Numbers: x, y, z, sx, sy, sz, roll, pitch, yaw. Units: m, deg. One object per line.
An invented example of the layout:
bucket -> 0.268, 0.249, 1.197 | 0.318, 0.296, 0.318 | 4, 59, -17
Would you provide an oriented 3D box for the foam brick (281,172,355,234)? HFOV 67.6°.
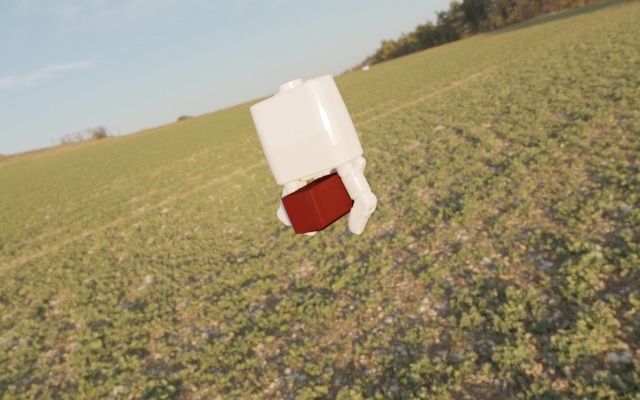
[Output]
foam brick -> 0.000, 0.002, 0.597 | 0.053, 0.051, 0.078 | -13, 13, 44
